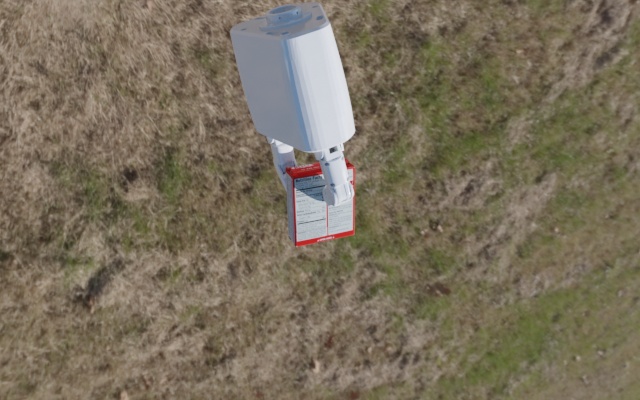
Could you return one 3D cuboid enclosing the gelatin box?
[{"bbox_3d":[0.000,0.002,0.535,0.073,0.089,0.030,-11,27,-19],"label":"gelatin box"}]
